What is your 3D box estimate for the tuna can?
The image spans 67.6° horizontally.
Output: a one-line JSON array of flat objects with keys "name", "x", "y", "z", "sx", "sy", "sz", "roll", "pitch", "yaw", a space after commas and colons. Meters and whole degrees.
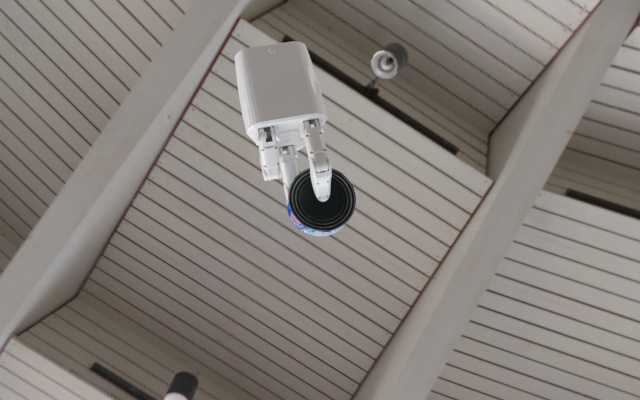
[{"name": "tuna can", "x": 0.000, "y": 0.002, "z": 0.608, "sx": 0.086, "sy": 0.086, "sz": 0.034, "roll": 0, "pitch": -19, "yaw": -9}]
